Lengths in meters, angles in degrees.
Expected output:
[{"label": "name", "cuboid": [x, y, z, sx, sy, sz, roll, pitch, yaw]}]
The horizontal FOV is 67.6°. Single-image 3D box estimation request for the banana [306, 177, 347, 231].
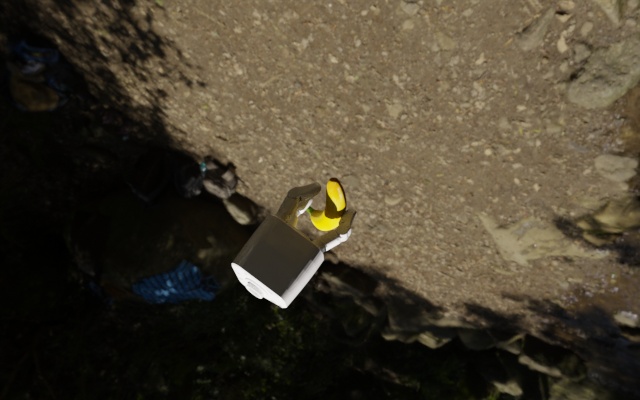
[{"label": "banana", "cuboid": [0.013, 0.017, 0.856, 0.037, 0.069, 0.198, -46, 1, -23]}]
